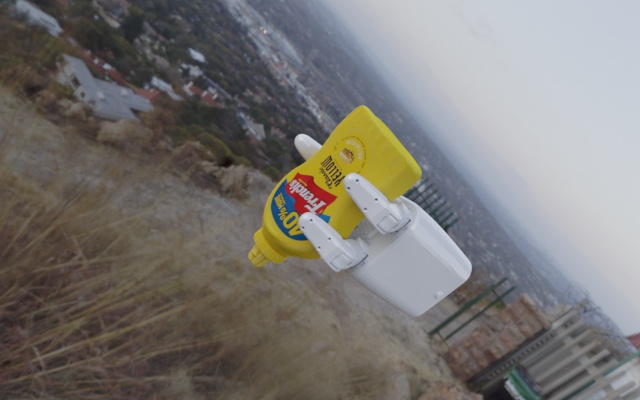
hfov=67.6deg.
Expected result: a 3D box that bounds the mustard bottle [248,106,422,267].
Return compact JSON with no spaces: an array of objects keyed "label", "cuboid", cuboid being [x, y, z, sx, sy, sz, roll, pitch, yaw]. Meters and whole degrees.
[{"label":"mustard bottle","cuboid":[0.000,0.001,0.474,0.192,0.096,0.058,-42,-35,15]}]
